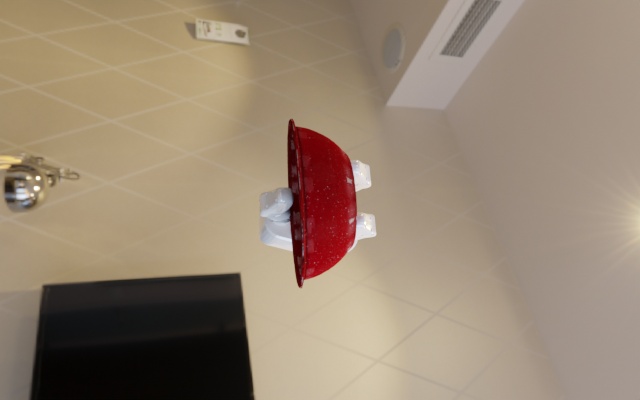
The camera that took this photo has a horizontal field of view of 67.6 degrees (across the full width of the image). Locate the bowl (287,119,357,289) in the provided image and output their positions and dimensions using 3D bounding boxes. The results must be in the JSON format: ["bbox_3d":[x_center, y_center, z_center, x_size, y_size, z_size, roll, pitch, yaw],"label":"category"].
[{"bbox_3d":[0.001,0.002,0.461,0.055,0.162,0.162,-3,0,-6],"label":"bowl"}]
